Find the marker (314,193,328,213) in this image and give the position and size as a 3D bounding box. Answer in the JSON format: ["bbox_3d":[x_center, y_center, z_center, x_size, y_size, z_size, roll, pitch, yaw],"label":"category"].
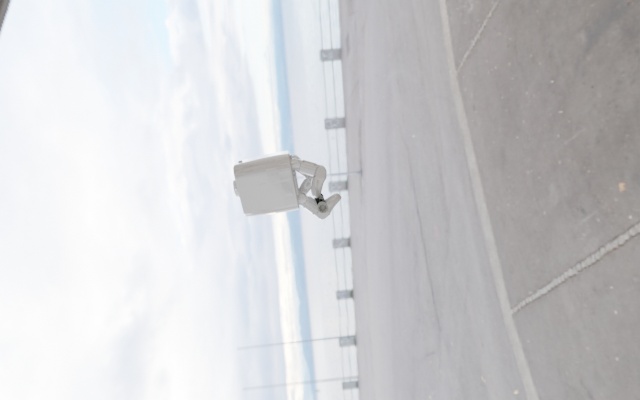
[{"bbox_3d":[0.000,0.003,0.882,0.020,0.020,0.121,0,10,-4],"label":"marker"}]
